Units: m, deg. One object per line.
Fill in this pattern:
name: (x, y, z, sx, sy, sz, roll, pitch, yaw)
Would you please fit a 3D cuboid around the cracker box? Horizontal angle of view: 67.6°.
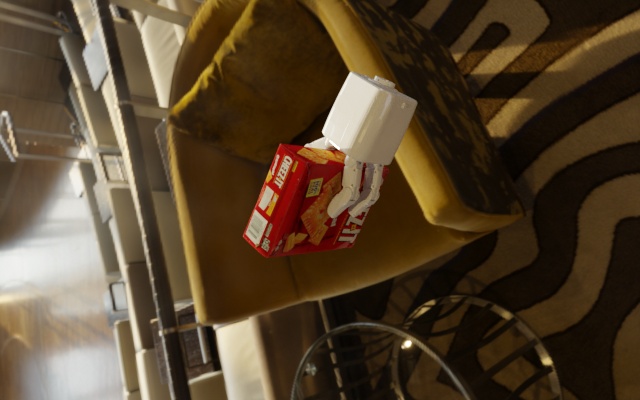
cracker box: (0.000, 0.002, 0.769, 0.214, 0.164, 0.072, 0, 31, -49)
